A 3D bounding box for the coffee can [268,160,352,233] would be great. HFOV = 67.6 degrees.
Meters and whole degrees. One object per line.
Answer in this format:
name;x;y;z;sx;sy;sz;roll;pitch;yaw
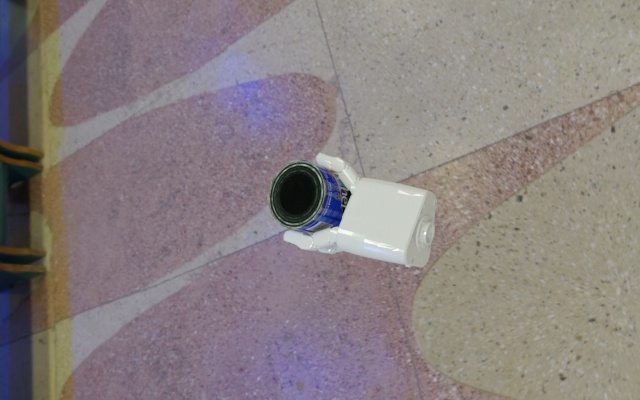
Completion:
coffee can;0.000;0.002;0.753;0.103;0.103;0.140;0;-10;32
